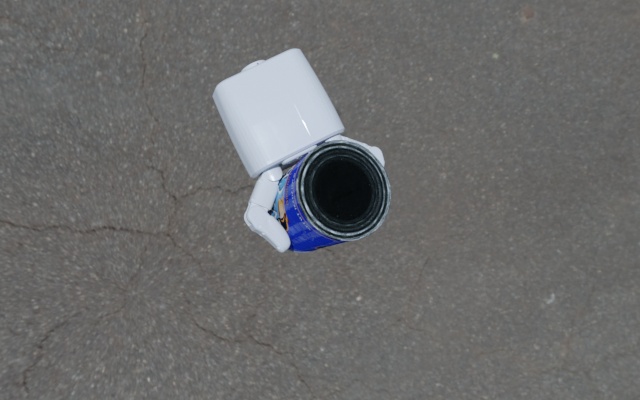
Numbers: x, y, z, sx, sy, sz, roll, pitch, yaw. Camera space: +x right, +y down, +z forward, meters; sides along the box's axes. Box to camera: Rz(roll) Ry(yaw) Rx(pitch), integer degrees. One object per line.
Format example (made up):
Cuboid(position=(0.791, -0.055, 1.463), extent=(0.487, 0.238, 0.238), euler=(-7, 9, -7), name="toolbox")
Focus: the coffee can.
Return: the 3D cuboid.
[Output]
Cuboid(position=(0.000, 0.002, 0.534), extent=(0.103, 0.103, 0.140), euler=(0, -10, -21), name="coffee can")
